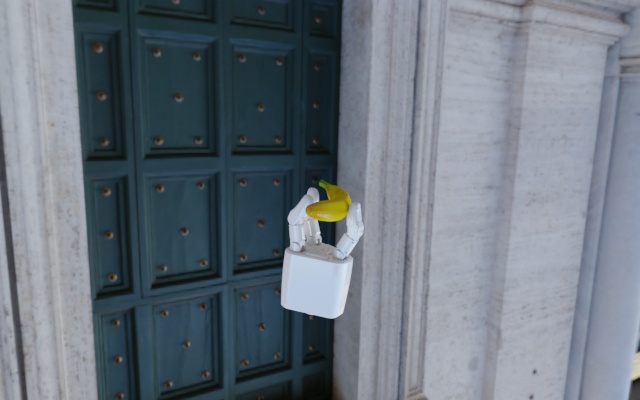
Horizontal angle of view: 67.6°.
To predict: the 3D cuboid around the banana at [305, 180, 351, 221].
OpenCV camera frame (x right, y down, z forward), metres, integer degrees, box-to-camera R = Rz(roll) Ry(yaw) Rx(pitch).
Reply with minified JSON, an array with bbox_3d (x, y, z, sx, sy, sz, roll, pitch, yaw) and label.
[{"bbox_3d":[0.019,0.006,0.811,0.069,0.037,0.197,14,14,2],"label":"banana"}]
